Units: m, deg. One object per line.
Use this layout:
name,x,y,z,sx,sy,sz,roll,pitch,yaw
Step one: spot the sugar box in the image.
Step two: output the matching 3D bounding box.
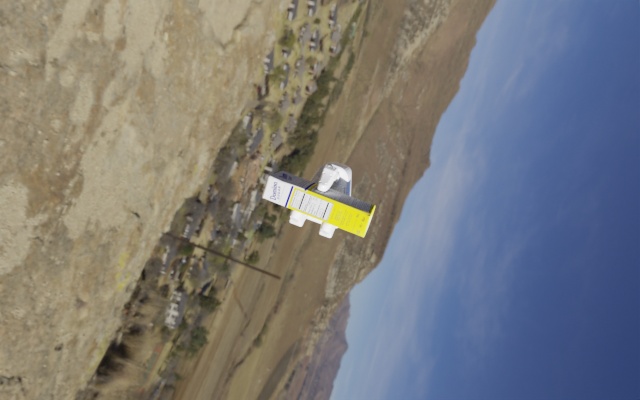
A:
sugar box,0.000,0.003,0.795,0.176,0.048,0.093,19,11,7
